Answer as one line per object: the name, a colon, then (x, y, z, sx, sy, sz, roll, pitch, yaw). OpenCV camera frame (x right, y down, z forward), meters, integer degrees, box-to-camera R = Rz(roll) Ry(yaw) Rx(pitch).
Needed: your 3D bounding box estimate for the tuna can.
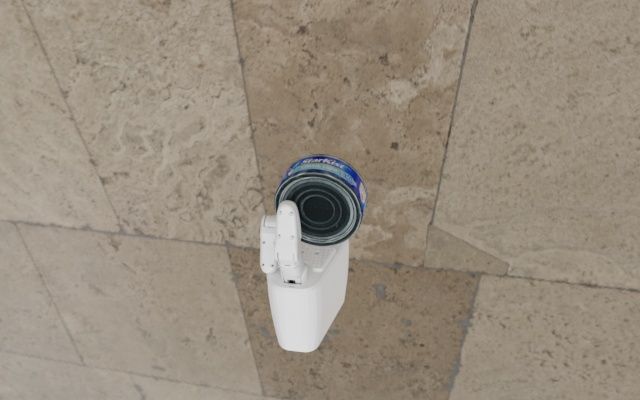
tuna can: (0.000, 0.002, 0.454, 0.086, 0.086, 0.033, 0, 32, 13)
